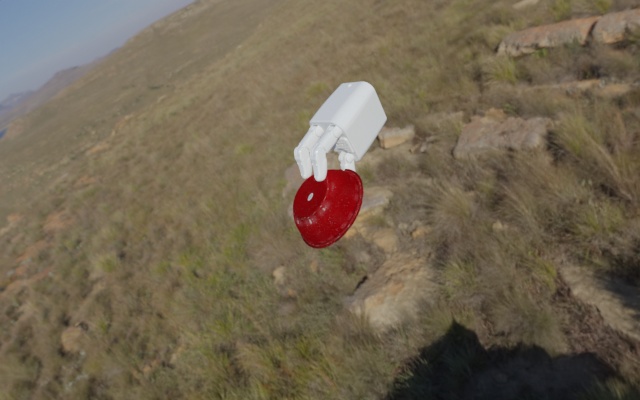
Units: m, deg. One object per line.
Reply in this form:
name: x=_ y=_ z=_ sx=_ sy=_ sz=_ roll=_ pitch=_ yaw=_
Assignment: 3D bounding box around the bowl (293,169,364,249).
bowl: x=-0.001 y=0.004 z=0.863 sx=0.055 sy=0.162 sz=0.162 roll=30 pitch=-19 yaw=-35
